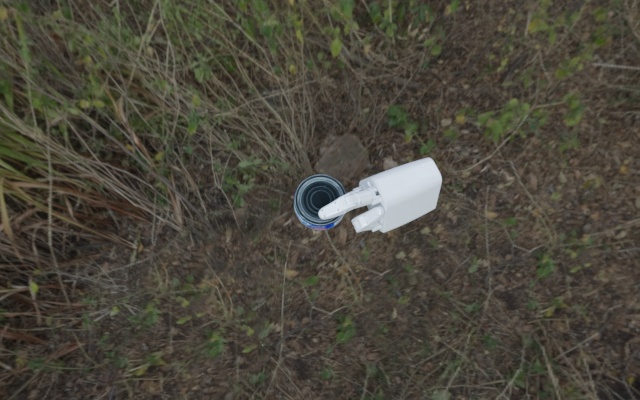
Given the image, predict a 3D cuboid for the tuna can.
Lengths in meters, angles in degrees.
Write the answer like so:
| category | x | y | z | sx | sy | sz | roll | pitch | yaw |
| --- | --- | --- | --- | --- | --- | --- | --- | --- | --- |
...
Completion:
| category | x | y | z | sx | sy | sz | roll | pitch | yaw |
| --- | --- | --- | --- | --- | --- | --- | --- | --- | --- |
| tuna can | 0.000 | 0.002 | 0.762 | 0.086 | 0.086 | 0.034 | 0 | -14 | -2 |
